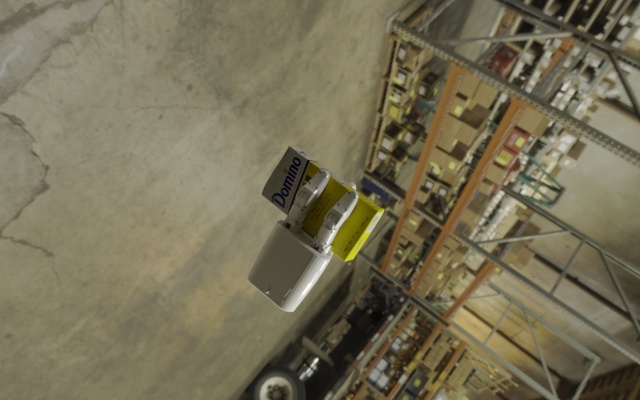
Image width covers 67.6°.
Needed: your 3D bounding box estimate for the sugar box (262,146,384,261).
[{"bbox_3d":[0.000,0.003,0.728,0.176,0.093,0.048,36,13,18],"label":"sugar box"}]
